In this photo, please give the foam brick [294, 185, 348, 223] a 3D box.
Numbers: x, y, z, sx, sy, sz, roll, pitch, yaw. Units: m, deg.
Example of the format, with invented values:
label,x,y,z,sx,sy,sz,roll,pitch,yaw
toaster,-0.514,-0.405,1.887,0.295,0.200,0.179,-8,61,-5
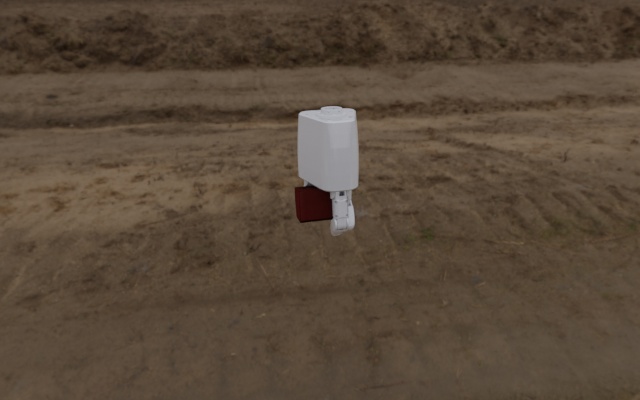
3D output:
label,x,y,z,sx,sy,sz,roll,pitch,yaw
foam brick,0.000,0.003,0.763,0.078,0.051,0.053,-6,10,-11
